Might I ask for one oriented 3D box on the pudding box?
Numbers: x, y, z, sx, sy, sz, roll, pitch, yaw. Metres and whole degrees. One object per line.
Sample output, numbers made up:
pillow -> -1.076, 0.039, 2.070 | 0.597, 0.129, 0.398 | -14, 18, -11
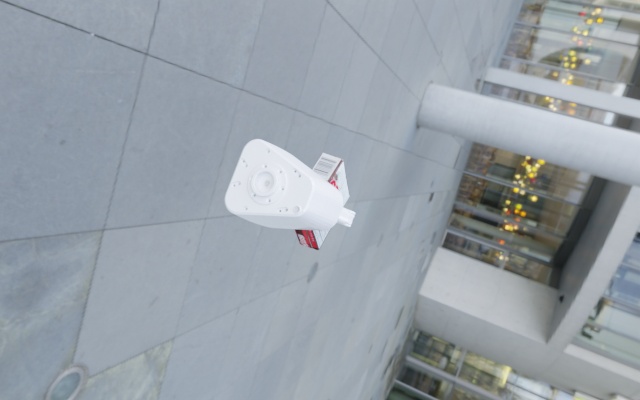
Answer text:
pudding box -> 0.000, 0.002, 0.696 | 0.039, 0.113, 0.090 | 20, -31, 23
